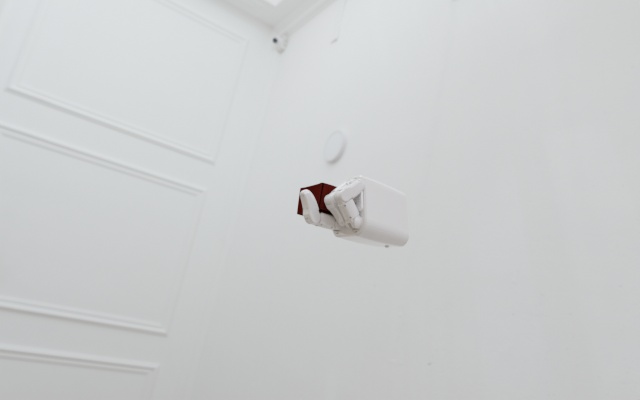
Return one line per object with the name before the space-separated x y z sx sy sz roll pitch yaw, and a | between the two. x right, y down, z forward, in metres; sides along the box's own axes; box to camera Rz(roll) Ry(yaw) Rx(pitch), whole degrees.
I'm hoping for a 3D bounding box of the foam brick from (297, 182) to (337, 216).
foam brick | 0.000 0.003 0.865 0.051 0.053 0.078 16 -14 -30
